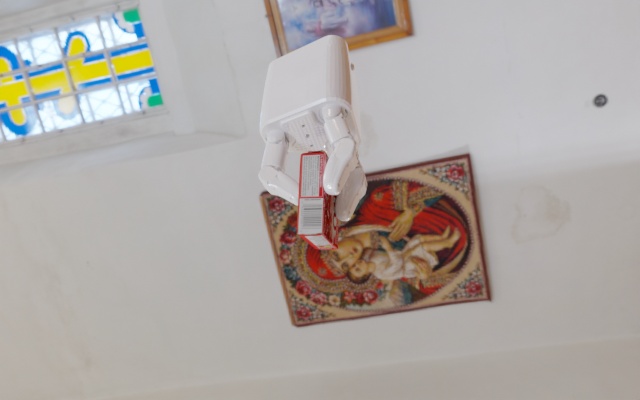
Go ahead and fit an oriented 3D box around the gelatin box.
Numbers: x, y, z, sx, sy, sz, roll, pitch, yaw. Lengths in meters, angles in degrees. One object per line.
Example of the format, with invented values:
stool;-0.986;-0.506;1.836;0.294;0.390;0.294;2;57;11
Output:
gelatin box;0.000;0.002;0.506;0.030;0.089;0.073;-2;-18;13
